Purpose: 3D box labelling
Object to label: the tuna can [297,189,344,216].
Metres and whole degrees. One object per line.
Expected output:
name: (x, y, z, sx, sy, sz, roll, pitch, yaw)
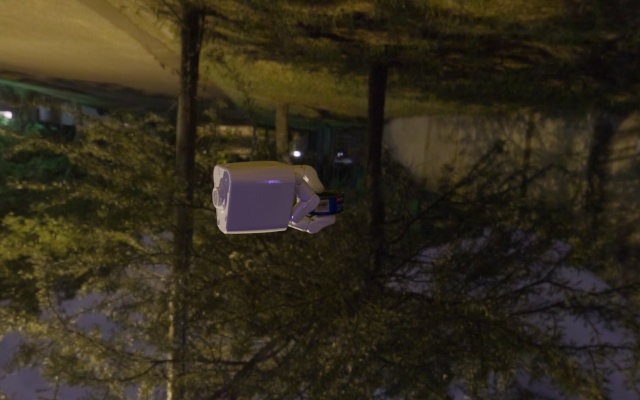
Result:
tuna can: (0.000, 0.003, 0.855, 0.086, 0.034, 0.086, -2, 10, 0)
